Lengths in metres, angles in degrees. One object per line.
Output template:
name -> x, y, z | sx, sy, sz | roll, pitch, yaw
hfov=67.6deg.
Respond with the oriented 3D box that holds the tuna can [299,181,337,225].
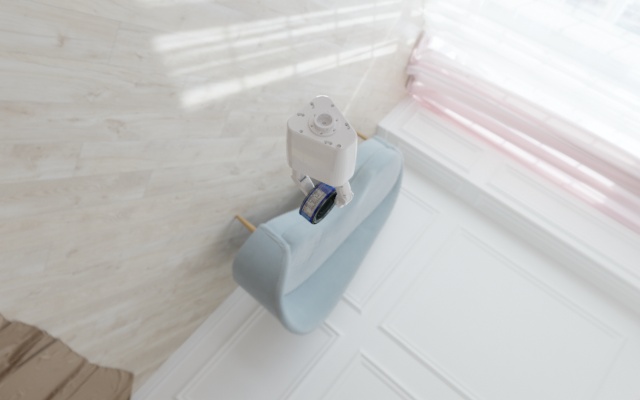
tuna can -> 0.001, 0.003, 0.886 | 0.033, 0.086, 0.086 | 38, 11, 14
